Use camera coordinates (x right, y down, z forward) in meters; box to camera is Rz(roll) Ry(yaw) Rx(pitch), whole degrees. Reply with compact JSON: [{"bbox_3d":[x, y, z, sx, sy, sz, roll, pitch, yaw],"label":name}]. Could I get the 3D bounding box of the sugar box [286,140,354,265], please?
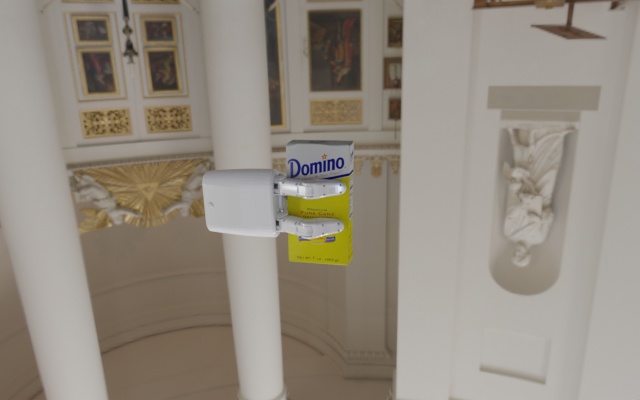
[{"bbox_3d":[0.000,0.003,0.690,0.093,0.176,0.048,2,17,12],"label":"sugar box"}]
